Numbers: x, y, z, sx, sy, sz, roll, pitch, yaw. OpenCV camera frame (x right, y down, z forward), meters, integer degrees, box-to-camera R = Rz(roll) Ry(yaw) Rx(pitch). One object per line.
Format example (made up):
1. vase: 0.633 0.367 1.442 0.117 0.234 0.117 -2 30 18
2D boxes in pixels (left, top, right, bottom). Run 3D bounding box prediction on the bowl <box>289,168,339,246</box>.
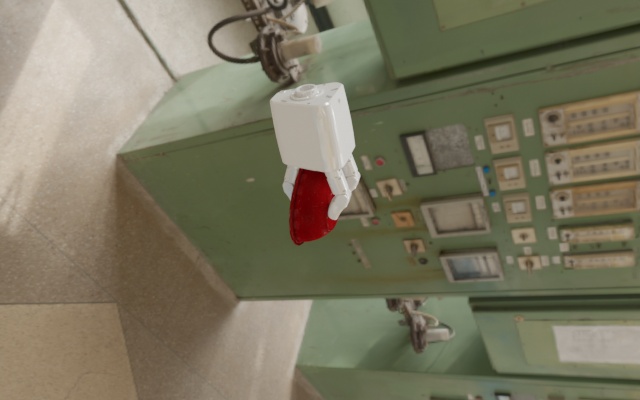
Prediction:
1. bowl: 0.001 0.004 0.818 0.055 0.162 0.162 11 3 15
